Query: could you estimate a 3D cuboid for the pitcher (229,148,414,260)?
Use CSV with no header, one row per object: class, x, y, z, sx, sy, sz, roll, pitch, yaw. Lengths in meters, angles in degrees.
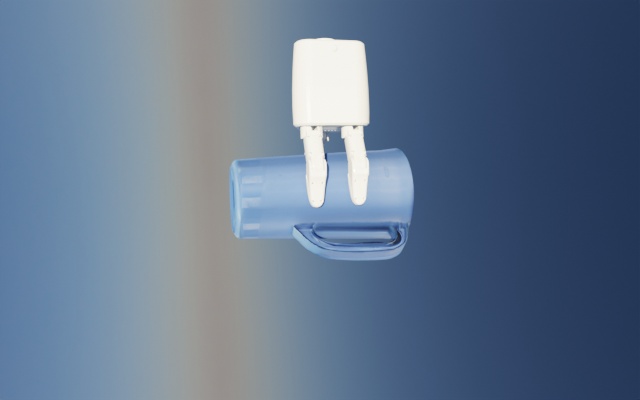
pitcher,0.000,0.002,0.662,0.243,0.145,0.149,-2,6,-13
